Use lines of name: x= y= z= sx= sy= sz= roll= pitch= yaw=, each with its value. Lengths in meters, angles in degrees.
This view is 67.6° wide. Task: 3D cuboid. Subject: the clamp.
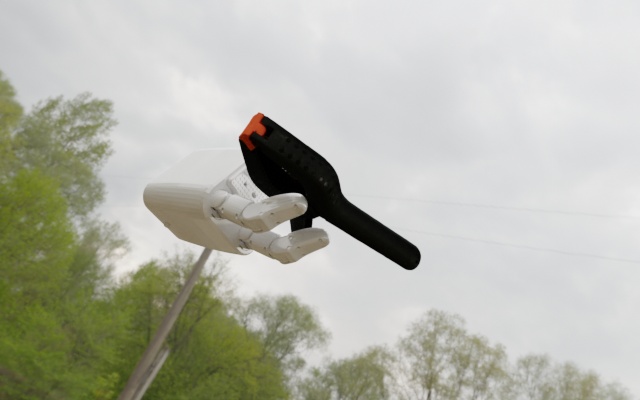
clamp: x=0.000 y=0.001 z=0.462 sx=0.164 sy=0.036 sz=0.210 roll=7 pitch=-34 yaw=35
